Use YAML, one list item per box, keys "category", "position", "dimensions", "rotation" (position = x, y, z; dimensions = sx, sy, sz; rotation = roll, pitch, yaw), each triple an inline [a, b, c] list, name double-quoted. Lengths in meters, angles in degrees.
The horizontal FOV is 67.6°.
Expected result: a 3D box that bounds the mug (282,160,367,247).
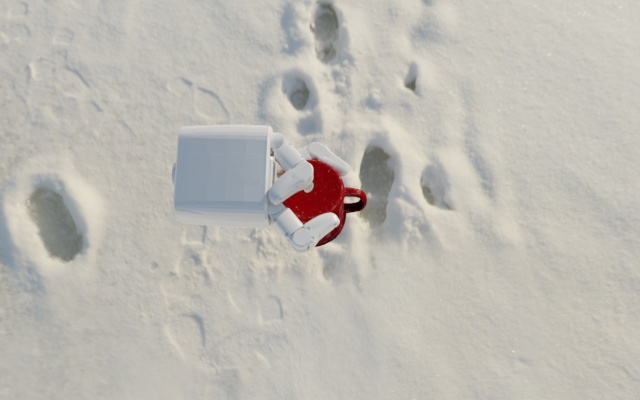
- category: "mug"
  position: [0.002, 0.002, 0.599]
  dimensions: [0.117, 0.093, 0.081]
  rotation: [0, -24, -1]
